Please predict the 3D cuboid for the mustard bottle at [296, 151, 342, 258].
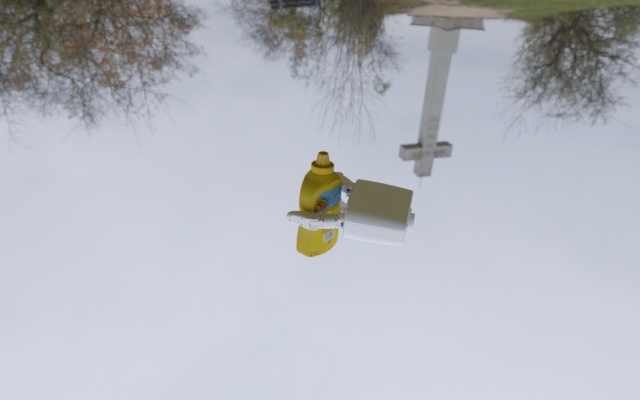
[{"bbox_3d":[0.000,0.003,0.863,0.058,0.192,0.096,24,34,33],"label":"mustard bottle"}]
